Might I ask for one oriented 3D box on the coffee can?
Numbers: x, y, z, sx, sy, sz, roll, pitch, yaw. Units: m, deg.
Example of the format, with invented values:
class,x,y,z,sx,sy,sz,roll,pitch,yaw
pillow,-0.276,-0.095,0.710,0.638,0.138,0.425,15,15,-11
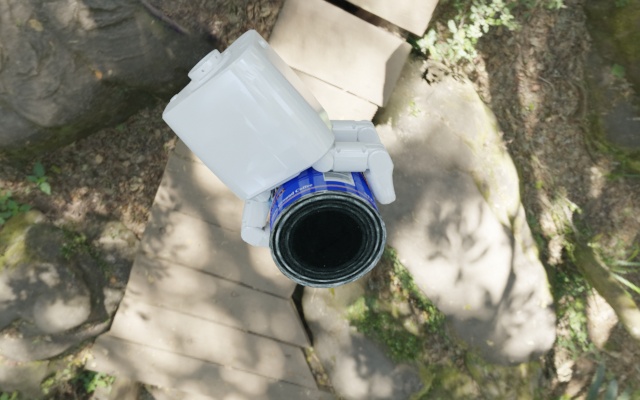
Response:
class,x,y,z,sx,sy,sz,roll,pitch,yaw
coffee can,0.000,0.002,0.471,0.103,0.103,0.140,0,30,-7
